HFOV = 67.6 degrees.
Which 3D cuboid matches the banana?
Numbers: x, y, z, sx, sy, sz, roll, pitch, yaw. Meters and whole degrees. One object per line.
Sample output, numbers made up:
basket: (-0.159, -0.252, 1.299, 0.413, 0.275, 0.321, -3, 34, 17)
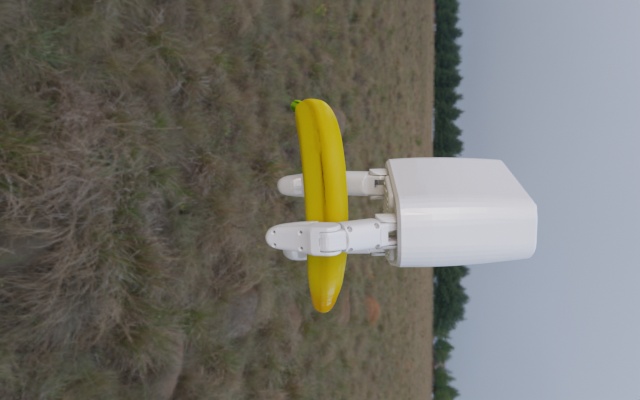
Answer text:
banana: (0.002, -0.006, 0.404, 0.037, 0.197, 0.070, -4, -13, -8)
